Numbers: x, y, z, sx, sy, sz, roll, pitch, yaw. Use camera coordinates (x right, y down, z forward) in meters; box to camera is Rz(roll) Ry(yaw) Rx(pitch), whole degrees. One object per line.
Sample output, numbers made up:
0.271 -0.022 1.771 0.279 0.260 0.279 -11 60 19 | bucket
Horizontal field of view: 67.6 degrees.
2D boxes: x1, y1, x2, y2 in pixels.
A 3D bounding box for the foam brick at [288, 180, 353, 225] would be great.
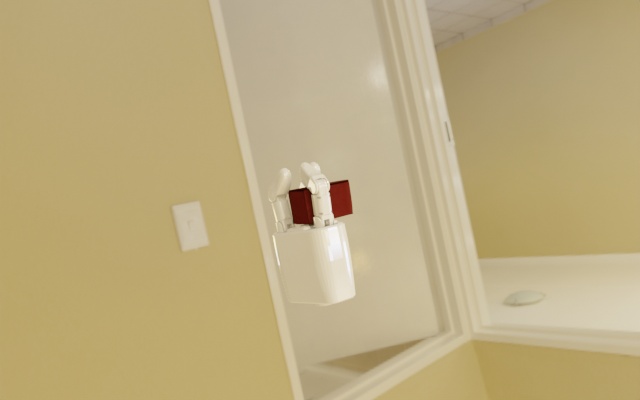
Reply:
0.000 0.002 0.698 0.078 0.051 0.053 -12 4 -28 | foam brick
